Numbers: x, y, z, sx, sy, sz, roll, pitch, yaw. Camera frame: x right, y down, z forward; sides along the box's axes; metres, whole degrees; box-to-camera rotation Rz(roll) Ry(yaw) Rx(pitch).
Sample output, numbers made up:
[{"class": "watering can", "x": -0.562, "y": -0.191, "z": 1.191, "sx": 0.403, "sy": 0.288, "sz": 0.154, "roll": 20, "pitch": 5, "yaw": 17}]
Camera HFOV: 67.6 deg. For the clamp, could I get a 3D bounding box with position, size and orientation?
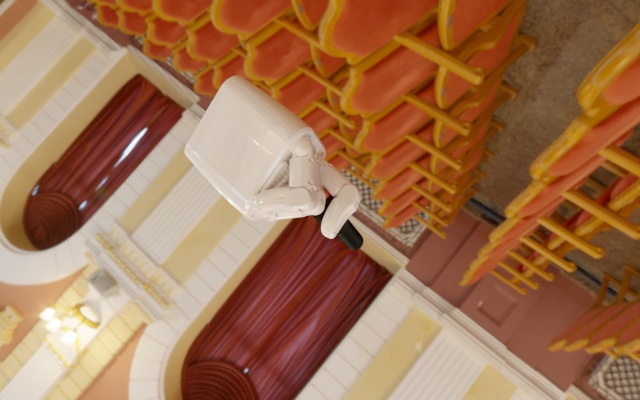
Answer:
[{"class": "clamp", "x": 0.000, "y": 0.002, "z": 0.585, "sx": 0.120, "sy": 0.039, "sz": 0.171, "roll": 44, "pitch": -4, "yaw": 19}]
